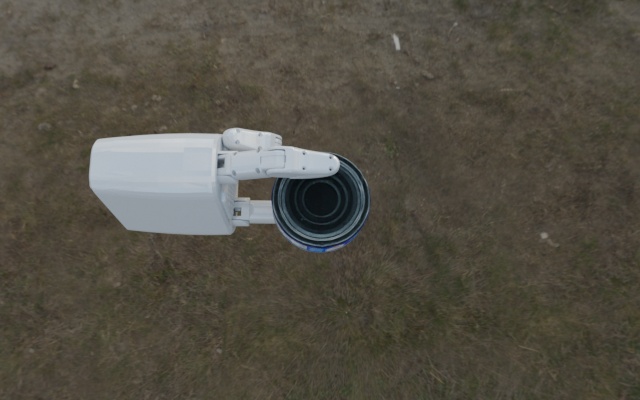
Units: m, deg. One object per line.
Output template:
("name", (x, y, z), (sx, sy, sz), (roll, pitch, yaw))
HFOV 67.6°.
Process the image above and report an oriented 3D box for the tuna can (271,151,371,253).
("tuna can", (0.000, 0.001, 0.416), (0.086, 0.086, 0.034), (0, -13, -3))
